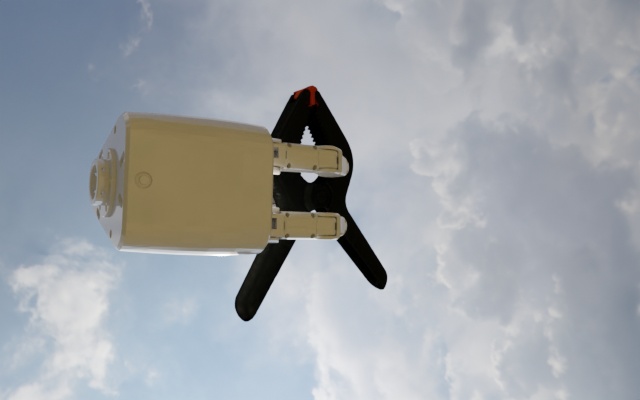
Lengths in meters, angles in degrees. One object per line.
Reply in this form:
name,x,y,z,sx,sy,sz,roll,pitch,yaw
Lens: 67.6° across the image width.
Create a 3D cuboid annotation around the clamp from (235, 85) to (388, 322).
clamp,-0.001,0.001,0.452,0.164,0.210,0.036,3,-2,-35
